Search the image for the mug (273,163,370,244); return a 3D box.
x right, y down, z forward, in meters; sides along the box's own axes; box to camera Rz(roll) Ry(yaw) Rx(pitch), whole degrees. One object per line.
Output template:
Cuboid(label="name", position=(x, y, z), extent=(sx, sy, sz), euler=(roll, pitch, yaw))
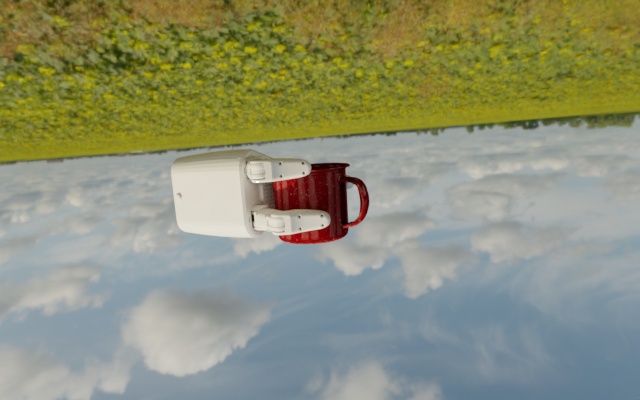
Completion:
Cuboid(label="mug", position=(0.001, 0.002, 0.535), extent=(0.117, 0.081, 0.093), euler=(0, 9, 27))
